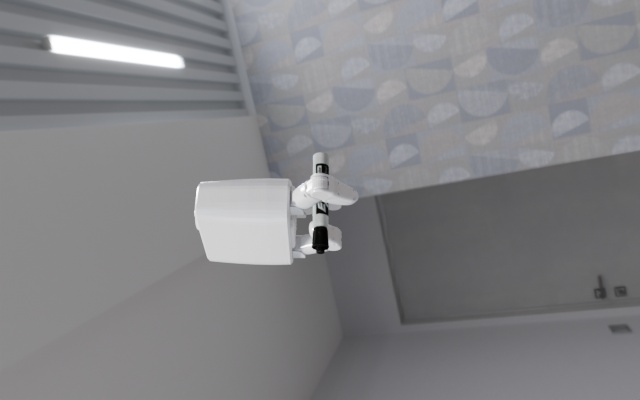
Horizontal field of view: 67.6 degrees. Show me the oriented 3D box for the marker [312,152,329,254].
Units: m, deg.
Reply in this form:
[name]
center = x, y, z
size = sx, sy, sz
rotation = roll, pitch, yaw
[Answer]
[marker]
center = 0.000, 0.002, 0.534
size = 0.020, 0.121, 0.020
rotation = 0, -27, 0
